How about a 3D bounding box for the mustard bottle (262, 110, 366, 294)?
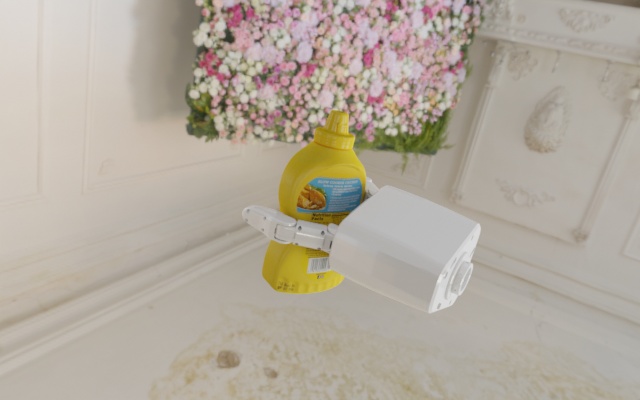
[{"bbox_3d":[0.000,0.002,0.500,0.096,0.192,0.058,0,23,-34],"label":"mustard bottle"}]
